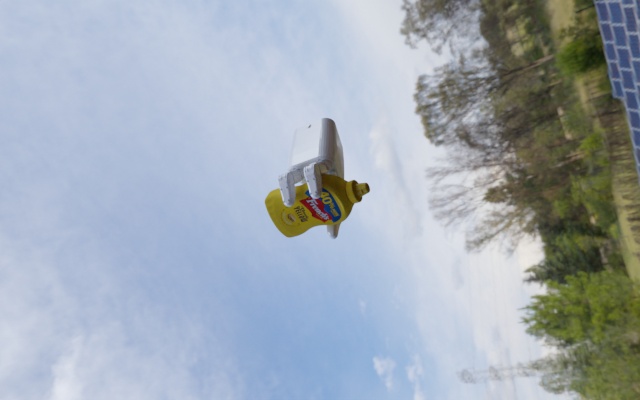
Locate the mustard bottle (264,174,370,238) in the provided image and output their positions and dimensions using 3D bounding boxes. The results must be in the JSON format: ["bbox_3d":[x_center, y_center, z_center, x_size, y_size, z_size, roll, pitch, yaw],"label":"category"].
[{"bbox_3d":[0.000,0.003,0.861,0.191,0.096,0.058,-18,24,26],"label":"mustard bottle"}]
